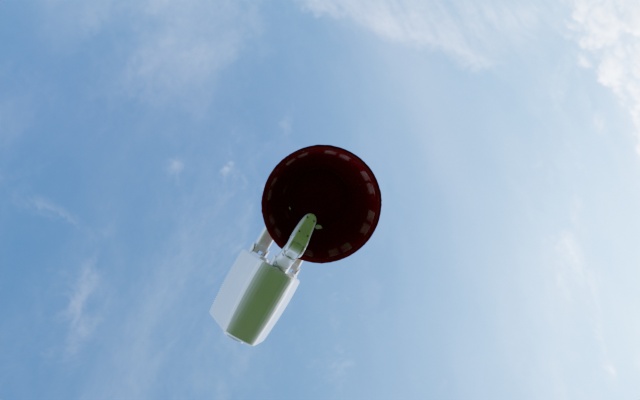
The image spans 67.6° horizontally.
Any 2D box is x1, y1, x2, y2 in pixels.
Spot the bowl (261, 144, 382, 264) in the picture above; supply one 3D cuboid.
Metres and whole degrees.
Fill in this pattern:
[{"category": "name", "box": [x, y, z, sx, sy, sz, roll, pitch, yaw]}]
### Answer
[{"category": "bowl", "box": [0.001, 0.001, 0.662, 0.162, 0.162, 0.055, 0, 10, -5]}]
